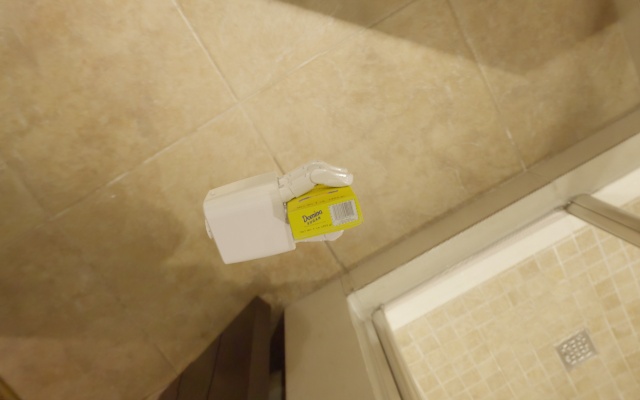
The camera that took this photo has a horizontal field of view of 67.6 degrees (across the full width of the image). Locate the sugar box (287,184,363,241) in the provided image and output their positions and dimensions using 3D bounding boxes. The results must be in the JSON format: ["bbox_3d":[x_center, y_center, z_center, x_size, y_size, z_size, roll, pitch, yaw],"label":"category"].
[{"bbox_3d":[0.000,0.002,0.684,0.093,0.048,0.176,-14,16,-2],"label":"sugar box"}]
